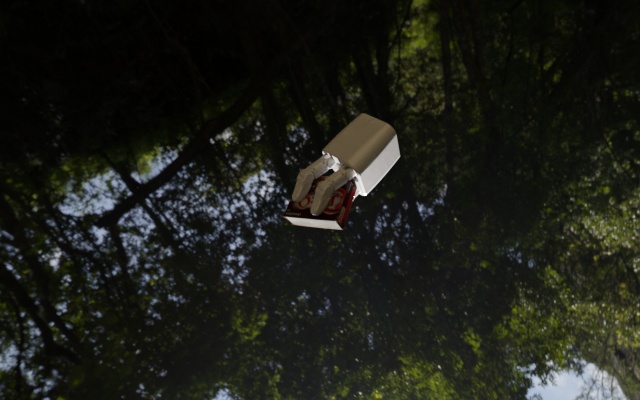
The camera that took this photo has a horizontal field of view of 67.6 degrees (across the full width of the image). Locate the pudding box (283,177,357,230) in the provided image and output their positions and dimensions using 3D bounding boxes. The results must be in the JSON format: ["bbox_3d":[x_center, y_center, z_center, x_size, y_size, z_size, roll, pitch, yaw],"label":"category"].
[{"bbox_3d":[0.000,0.003,0.859,0.113,0.090,0.039,2,-33,33],"label":"pudding box"}]
